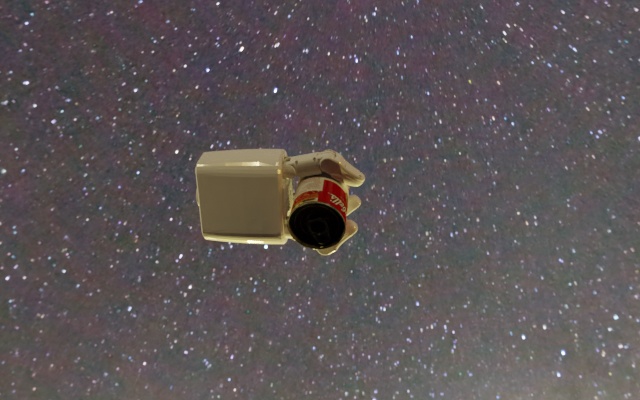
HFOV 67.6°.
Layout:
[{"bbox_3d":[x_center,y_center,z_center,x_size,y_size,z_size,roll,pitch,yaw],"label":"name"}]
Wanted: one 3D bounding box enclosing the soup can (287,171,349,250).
[{"bbox_3d":[0.001,0.002,0.586,0.068,0.068,0.102,0,34,7],"label":"soup can"}]
